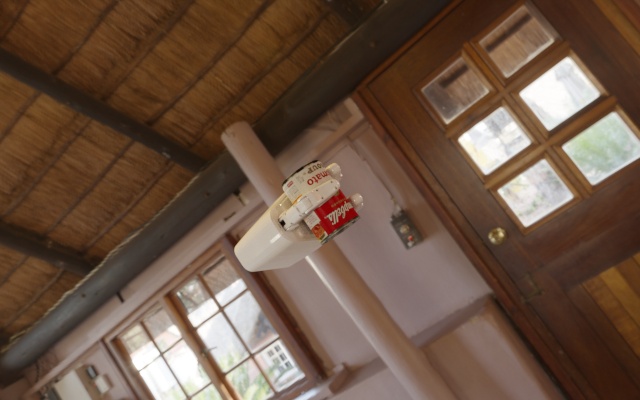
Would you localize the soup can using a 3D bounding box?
[{"bbox_3d":[0.000,0.002,0.675,0.068,0.102,0.068,-34,-8,-5],"label":"soup can"}]
